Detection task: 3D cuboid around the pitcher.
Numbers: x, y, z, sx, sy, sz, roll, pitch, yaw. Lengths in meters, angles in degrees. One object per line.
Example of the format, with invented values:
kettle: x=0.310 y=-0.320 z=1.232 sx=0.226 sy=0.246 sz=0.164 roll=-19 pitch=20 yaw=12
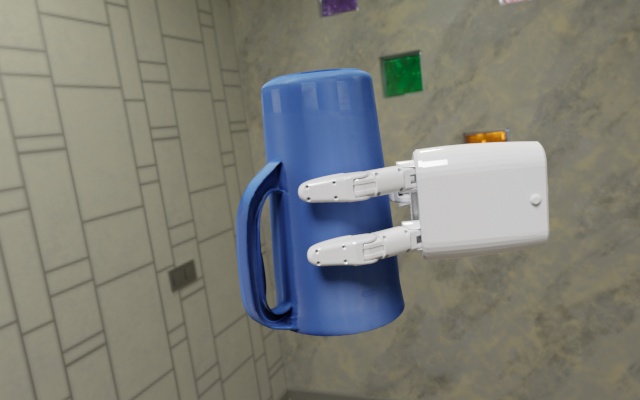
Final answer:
pitcher: x=0.000 y=0.002 z=0.469 sx=0.145 sy=0.243 sz=0.149 roll=-5 pitch=9 yaw=8
